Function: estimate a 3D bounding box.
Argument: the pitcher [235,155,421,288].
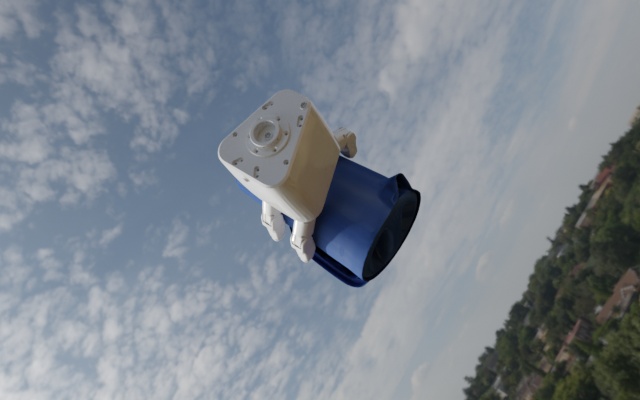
[{"bbox_3d":[0.000,0.002,0.656,0.242,0.149,0.145,31,-7,25],"label":"pitcher"}]
